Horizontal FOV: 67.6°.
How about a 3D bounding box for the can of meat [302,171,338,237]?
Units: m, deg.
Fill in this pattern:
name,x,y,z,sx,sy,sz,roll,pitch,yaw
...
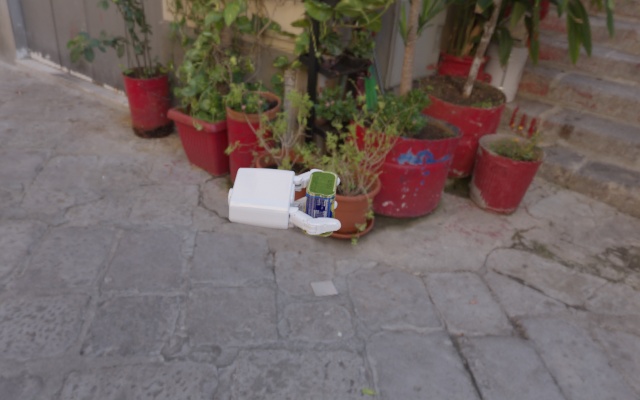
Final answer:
name,x,y,z,sx,sy,sz,roll,pitch,yaw
can of meat,0.000,0.003,0.876,0.057,0.084,0.102,7,29,2
